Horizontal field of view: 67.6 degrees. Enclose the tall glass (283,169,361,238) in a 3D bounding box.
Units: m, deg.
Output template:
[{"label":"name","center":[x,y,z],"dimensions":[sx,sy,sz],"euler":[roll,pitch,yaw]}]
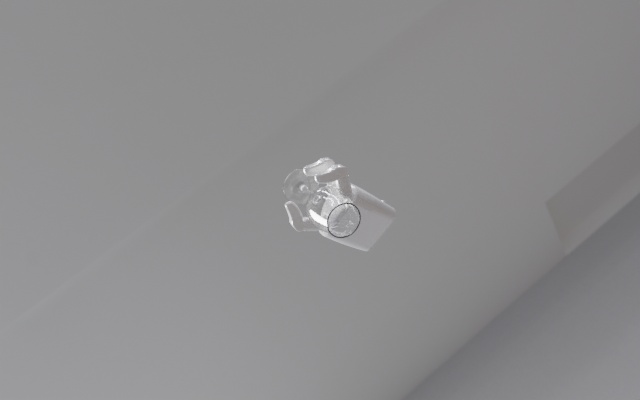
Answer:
[{"label":"tall glass","center":[0.000,0.003,0.866],"dimensions":[0.079,0.079,0.201],"euler":[0,18,-24]}]
